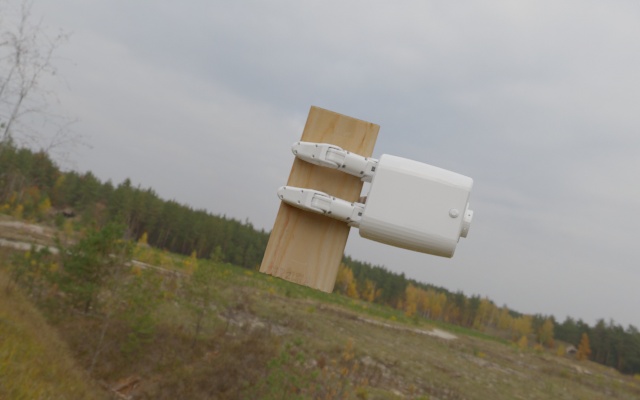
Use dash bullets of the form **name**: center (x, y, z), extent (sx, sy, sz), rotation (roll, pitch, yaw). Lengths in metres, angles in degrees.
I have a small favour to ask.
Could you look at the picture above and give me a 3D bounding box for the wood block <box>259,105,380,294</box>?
- **wood block**: center (0.001, 0.002, 0.599), extent (0.090, 0.206, 0.091), rotation (17, -7, 2)
